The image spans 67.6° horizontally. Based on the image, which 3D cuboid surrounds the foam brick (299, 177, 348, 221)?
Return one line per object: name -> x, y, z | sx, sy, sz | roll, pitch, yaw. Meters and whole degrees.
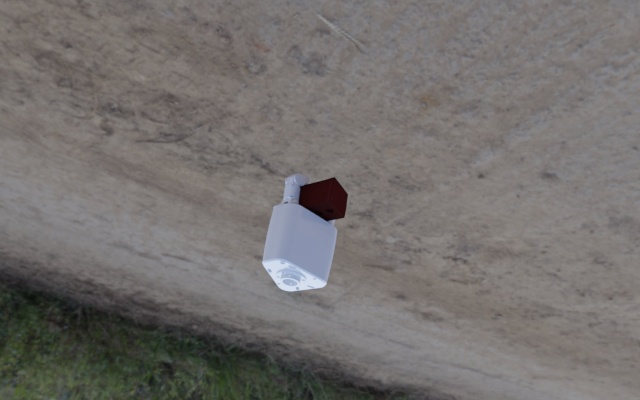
foam brick -> 0.000, 0.002, 0.814 | 0.078, 0.051, 0.053 | -14, -42, 30
